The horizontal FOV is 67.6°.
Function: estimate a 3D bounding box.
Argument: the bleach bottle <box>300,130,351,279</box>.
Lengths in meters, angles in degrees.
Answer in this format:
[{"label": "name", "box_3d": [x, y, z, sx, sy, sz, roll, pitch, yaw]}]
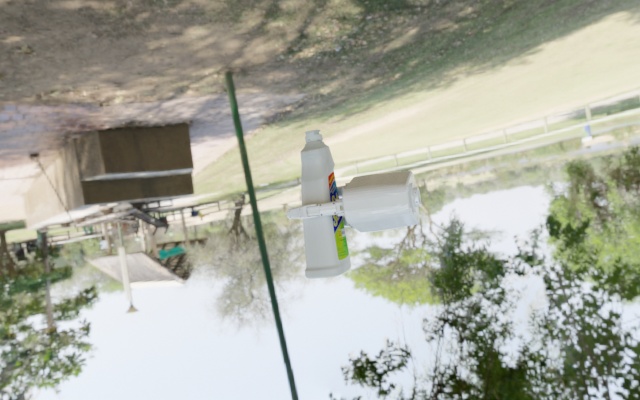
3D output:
[{"label": "bleach bottle", "box_3d": [0.000, 0.003, 0.832, 0.068, 0.251, 0.102, -8, 0, 19]}]
